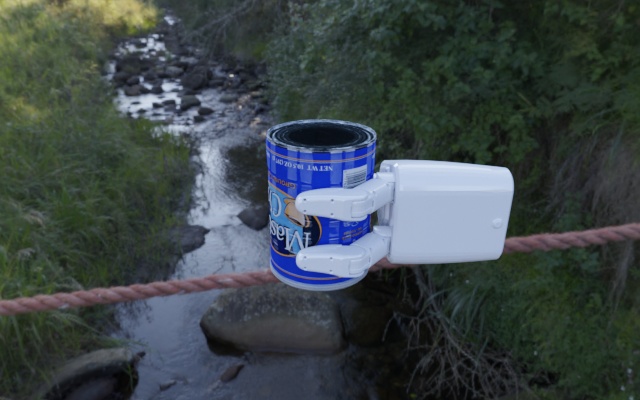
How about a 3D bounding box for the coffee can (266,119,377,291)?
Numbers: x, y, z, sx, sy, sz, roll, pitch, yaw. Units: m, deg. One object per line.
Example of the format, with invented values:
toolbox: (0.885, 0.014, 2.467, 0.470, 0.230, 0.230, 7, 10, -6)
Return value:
coffee can: (0.000, 0.002, 0.467, 0.103, 0.140, 0.102, 1, 23, 0)
